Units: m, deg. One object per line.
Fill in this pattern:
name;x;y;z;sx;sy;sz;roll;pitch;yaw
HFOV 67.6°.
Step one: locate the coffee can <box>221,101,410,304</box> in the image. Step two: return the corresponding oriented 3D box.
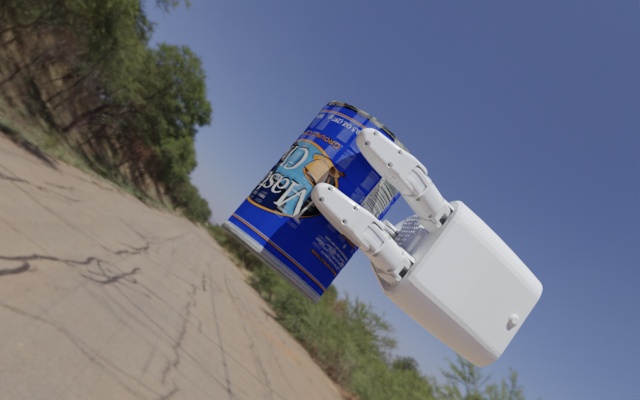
coffee can;0.000;0.001;0.410;0.103;0.140;0.103;38;-11;9
